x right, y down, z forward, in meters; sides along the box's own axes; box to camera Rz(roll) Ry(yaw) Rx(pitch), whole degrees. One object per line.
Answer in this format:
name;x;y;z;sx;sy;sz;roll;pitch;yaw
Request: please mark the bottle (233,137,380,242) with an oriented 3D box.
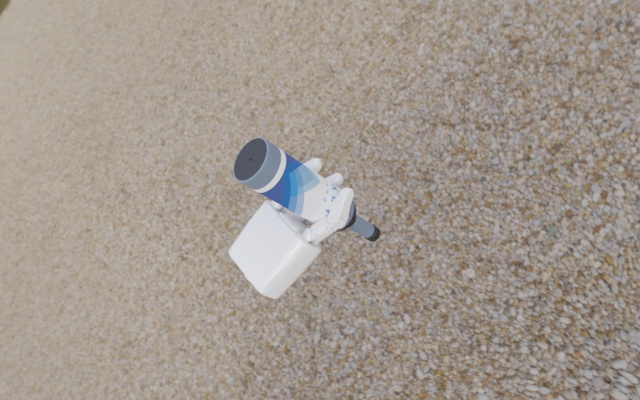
bottle;0.000;0.002;0.724;0.069;0.069;0.296;0;-23;43
